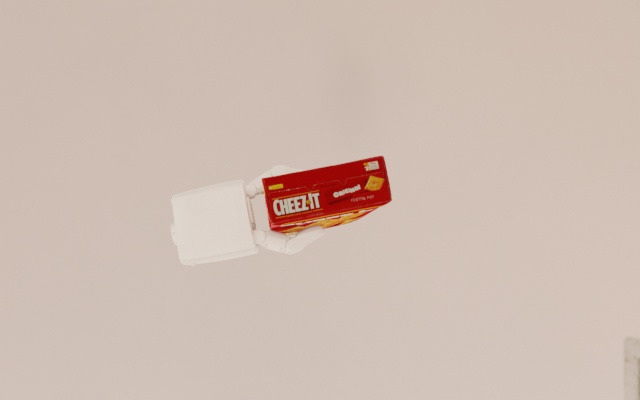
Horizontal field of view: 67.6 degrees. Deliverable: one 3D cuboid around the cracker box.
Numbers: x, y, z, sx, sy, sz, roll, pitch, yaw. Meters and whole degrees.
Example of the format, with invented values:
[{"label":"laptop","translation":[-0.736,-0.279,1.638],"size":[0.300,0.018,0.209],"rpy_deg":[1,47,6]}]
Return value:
[{"label":"cracker box","translation":[0.000,0.002,0.714],"size":[0.164,0.072,0.214],"rpy_deg":[-12,-6,-7]}]
